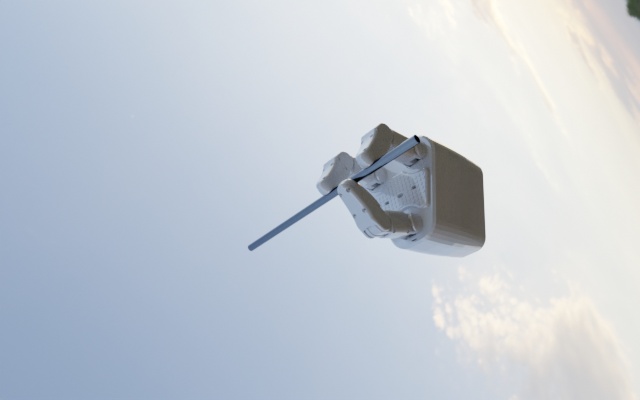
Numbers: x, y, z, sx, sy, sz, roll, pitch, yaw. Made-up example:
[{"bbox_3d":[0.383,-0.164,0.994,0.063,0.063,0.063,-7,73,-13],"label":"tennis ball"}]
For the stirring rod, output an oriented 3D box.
[{"bbox_3d":[0.000,0.002,0.464,0.011,0.011,0.239,0,-26,-47],"label":"stirring rod"}]
